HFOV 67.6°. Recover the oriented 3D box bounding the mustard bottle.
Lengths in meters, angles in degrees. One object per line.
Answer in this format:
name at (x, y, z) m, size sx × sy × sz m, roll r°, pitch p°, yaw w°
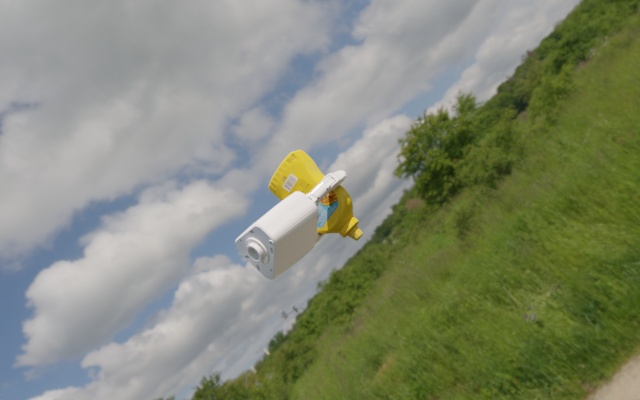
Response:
mustard bottle at (0.000, 0.003, 0.864) m, size 0.191 × 0.096 × 0.058 m, roll 42°, pitch 25°, yaw 12°
